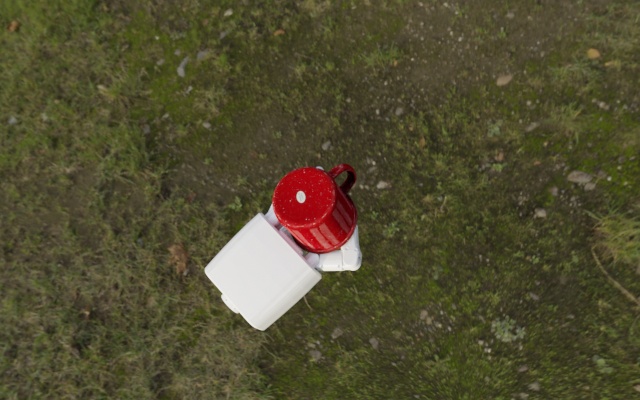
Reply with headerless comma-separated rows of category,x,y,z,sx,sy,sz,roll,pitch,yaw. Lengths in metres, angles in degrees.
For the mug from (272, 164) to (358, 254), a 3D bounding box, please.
mug,0.001,0.001,0.589,0.093,0.117,0.081,43,-4,28
